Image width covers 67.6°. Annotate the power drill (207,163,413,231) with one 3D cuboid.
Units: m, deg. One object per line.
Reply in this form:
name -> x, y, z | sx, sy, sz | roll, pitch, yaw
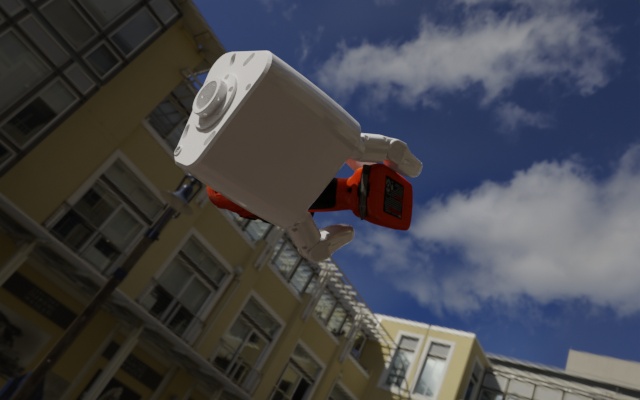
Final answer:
power drill -> 0.000, 0.002, 0.521 | 0.187, 0.057, 0.184 | -1, -8, 28
